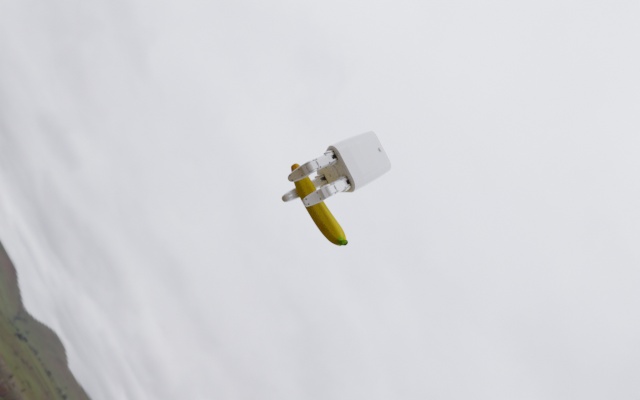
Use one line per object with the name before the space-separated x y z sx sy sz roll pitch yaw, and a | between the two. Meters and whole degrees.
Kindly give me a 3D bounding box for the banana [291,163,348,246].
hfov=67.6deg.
banana | -0.001 0.016 0.907 0.037 0.197 0.070 -24 -26 -23
